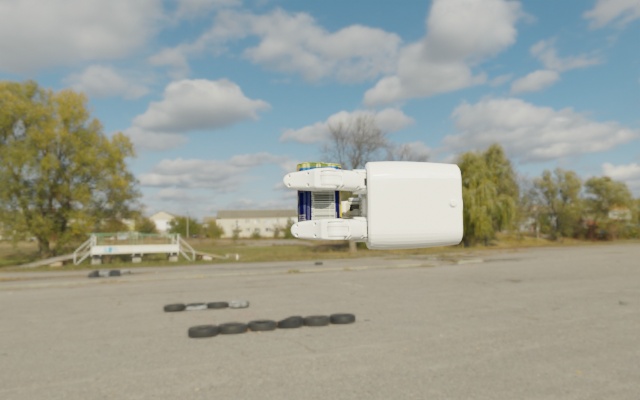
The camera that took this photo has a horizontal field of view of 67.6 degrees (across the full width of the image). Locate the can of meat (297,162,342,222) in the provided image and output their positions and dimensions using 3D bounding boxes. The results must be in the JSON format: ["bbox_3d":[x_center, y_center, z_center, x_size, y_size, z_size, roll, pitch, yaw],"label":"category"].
[{"bbox_3d":[0.000,0.002,0.581,0.057,0.084,0.102,-1,-4,2],"label":"can of meat"}]
